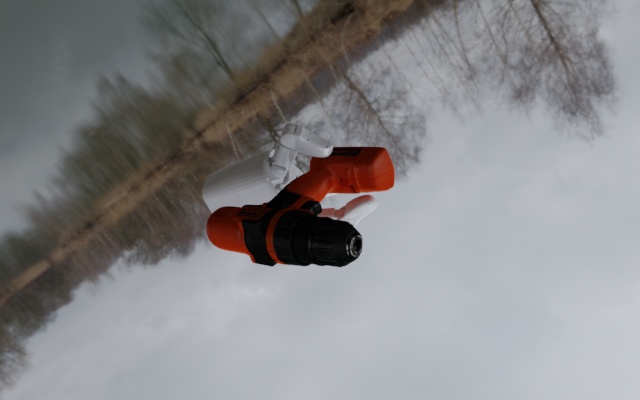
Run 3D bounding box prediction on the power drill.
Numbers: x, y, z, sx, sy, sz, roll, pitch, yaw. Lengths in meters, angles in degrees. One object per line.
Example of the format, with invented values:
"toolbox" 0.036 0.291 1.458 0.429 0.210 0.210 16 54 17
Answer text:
"power drill" 0.000 0.001 0.495 0.184 0.057 0.187 6 29 39
